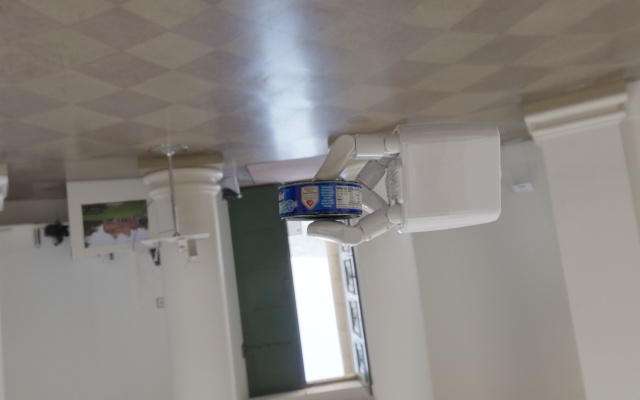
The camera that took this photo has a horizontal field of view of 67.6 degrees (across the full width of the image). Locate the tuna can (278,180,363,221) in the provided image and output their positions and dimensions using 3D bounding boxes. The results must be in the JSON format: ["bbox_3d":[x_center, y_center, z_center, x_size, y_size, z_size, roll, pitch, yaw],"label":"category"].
[{"bbox_3d":[0.000,0.002,0.486,0.086,0.033,0.086,-2,-6,0],"label":"tuna can"}]
